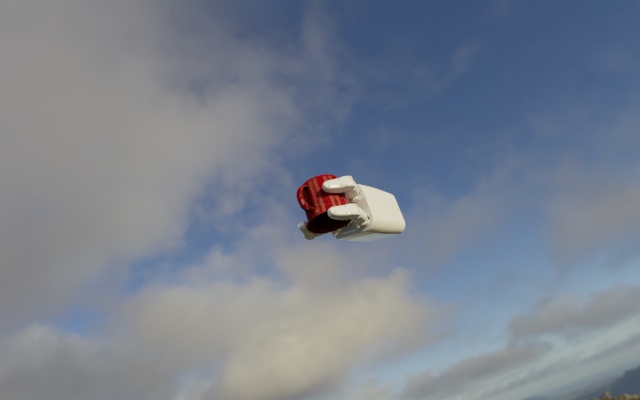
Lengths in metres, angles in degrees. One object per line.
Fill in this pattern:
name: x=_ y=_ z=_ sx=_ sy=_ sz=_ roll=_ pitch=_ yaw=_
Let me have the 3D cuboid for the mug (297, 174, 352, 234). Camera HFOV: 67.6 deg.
mug: x=-0.001 y=0.003 z=0.889 sx=0.117 sy=0.081 sz=0.093 roll=12 pitch=-40 yaw=-43
